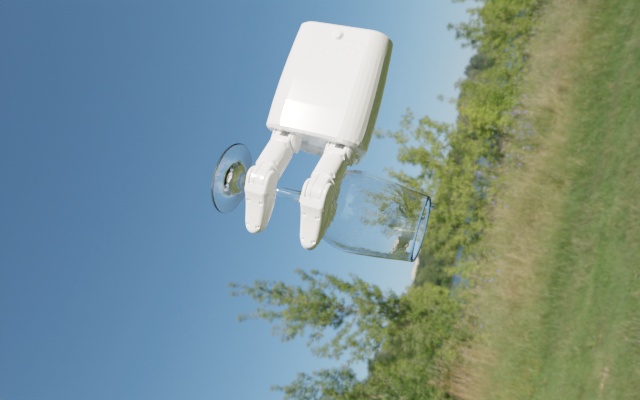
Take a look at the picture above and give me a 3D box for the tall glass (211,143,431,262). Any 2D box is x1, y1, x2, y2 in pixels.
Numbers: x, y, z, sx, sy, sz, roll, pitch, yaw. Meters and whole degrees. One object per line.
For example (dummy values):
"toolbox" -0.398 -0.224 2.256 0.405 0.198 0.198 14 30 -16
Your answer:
"tall glass" -0.001 0.001 0.460 0.201 0.079 0.079 15 5 19
